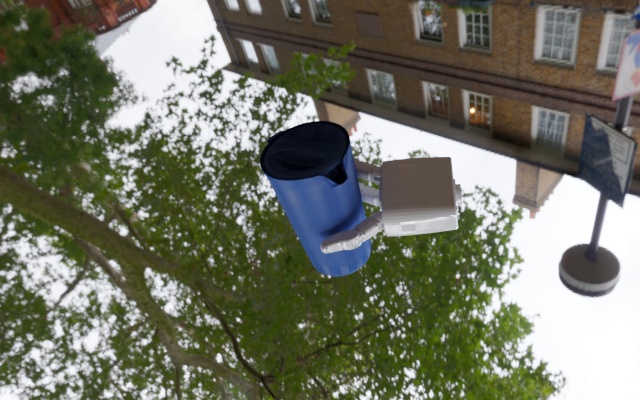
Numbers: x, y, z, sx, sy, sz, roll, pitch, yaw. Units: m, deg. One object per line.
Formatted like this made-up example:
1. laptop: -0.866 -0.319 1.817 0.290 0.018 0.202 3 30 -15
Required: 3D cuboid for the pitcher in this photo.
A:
1. pitcher: 0.000 0.002 0.756 0.145 0.243 0.149 -7 43 14
